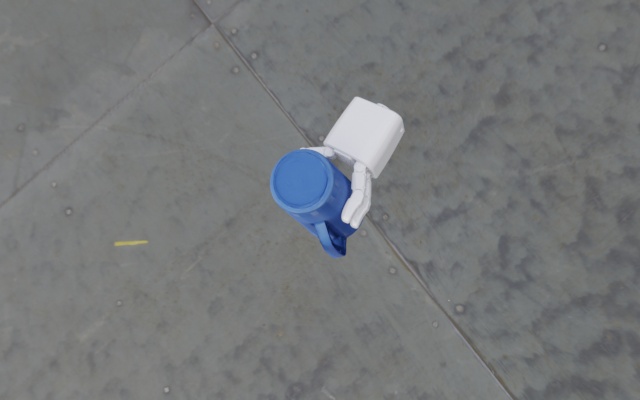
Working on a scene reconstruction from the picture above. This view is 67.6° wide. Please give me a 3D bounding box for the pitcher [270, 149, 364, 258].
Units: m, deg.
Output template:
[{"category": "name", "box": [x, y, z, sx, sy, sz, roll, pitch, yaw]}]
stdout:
[{"category": "pitcher", "box": [0.000, 0.003, 0.861, 0.149, 0.145, 0.243, 33, -2, 19]}]
